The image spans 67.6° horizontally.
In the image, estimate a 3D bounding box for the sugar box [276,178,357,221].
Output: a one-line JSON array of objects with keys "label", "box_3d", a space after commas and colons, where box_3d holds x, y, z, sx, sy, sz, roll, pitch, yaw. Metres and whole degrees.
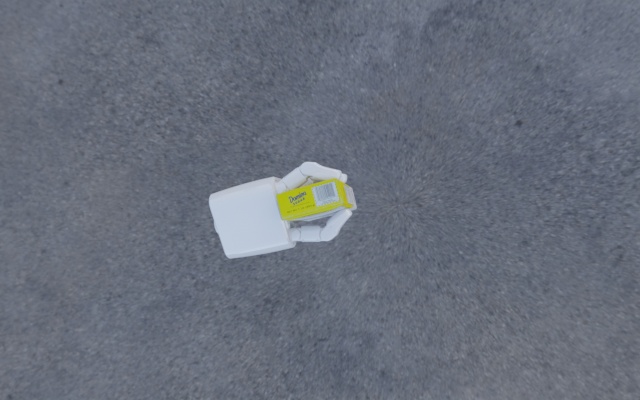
[{"label": "sugar box", "box_3d": [0.000, 0.002, 0.748, 0.093, 0.048, 0.176, -14, -3, 9]}]
